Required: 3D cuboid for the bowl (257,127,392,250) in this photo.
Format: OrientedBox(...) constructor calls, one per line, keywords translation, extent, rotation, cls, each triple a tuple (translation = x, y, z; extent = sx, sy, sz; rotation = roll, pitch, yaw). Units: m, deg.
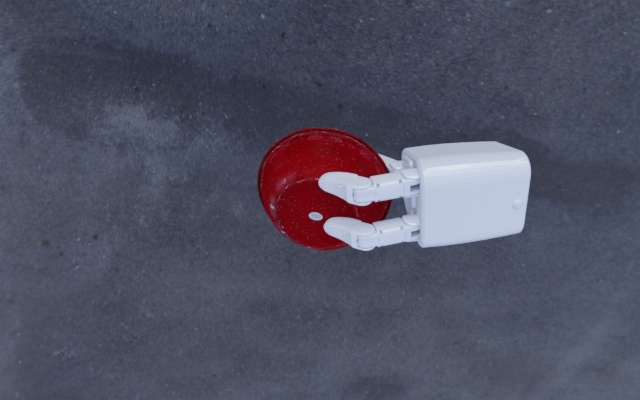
OrientedBox(translation=(-0.001, 0.002, 0.542), extent=(0.162, 0.162, 0.055), rotation=(0, 32, 11), cls="bowl")
